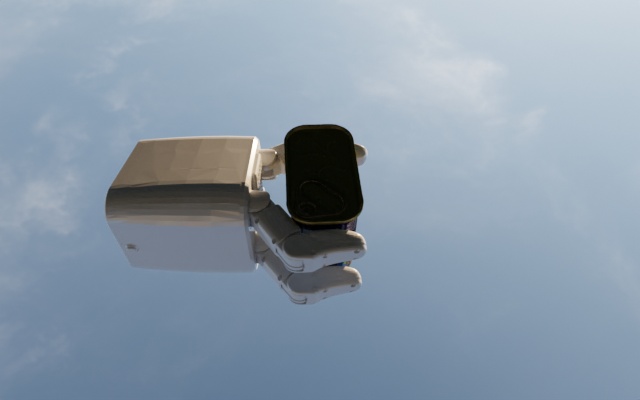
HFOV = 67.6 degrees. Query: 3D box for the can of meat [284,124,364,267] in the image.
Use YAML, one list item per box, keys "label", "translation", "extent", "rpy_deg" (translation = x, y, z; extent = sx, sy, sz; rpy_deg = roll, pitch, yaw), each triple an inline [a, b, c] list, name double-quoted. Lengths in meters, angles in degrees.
- label: "can of meat"
  translation: [0.000, 0.001, 0.402]
  extent: [0.057, 0.102, 0.084]
  rpy_deg: [-3, -38, -4]
